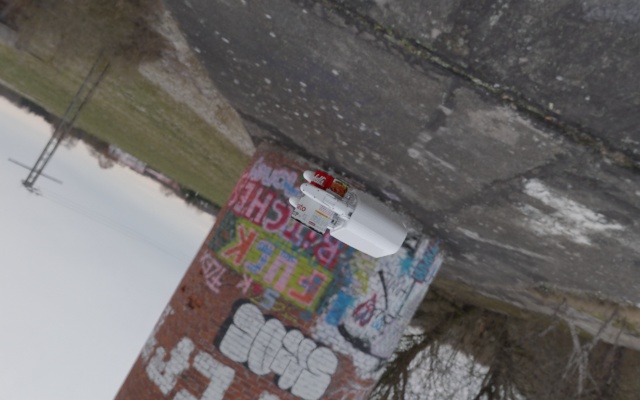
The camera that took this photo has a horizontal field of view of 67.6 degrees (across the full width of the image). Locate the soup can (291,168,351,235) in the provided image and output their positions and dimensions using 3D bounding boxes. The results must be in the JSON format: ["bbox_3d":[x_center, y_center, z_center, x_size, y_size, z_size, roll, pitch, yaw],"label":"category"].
[{"bbox_3d":[0.000,0.003,0.856,0.068,0.102,0.068,29,-2,1],"label":"soup can"}]
